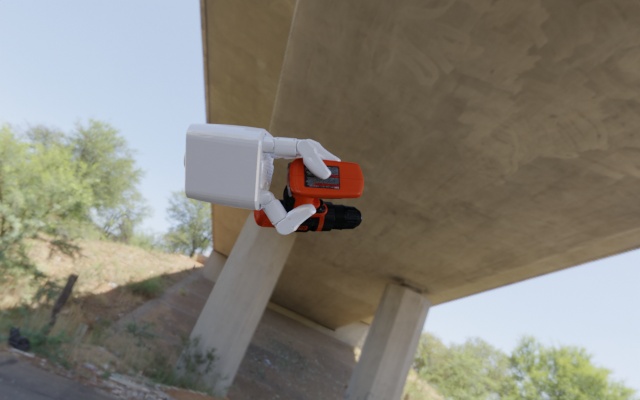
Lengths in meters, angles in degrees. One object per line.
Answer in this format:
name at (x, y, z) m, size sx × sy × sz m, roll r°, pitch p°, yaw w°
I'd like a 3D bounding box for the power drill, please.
power drill at (0.000, 0.002, 0.736) m, size 0.184 × 0.057 × 0.188 m, roll 2°, pitch -23°, yaw -16°
